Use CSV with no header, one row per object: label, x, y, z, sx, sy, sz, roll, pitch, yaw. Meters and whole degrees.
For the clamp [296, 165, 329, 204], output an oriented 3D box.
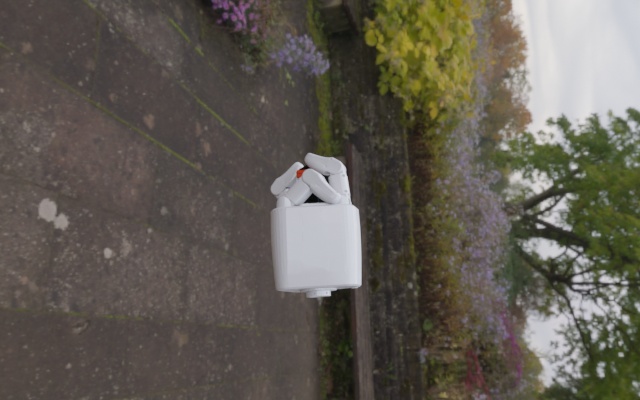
clamp,0.001,0.002,0.738,0.039,0.120,0.171,-9,-14,16
